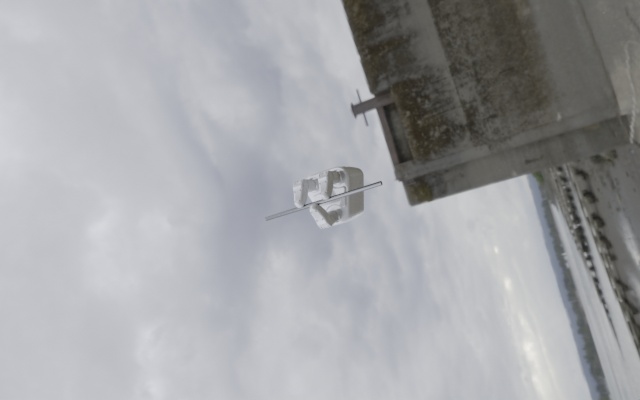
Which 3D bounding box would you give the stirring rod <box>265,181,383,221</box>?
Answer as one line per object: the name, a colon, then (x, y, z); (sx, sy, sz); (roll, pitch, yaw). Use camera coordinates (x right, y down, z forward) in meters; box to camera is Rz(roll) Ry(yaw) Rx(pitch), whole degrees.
stirring rod: (0.000, 0.003, 0.867); (0.239, 0.011, 0.011); (-17, -8, 25)
